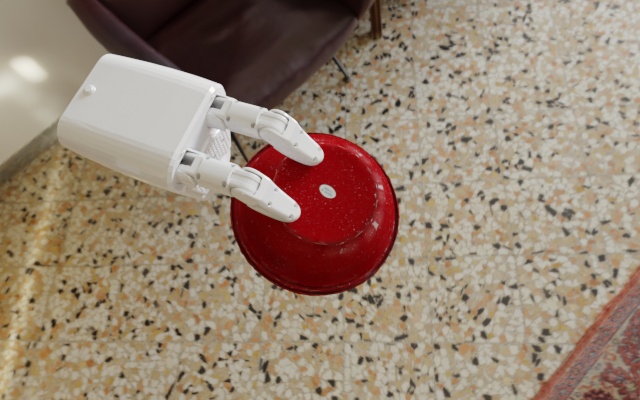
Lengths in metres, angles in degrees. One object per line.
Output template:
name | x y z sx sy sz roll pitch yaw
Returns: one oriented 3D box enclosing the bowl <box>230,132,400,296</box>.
bowl | 0.001 0.001 0.429 0.162 0.162 0.055 0 -18 -9
